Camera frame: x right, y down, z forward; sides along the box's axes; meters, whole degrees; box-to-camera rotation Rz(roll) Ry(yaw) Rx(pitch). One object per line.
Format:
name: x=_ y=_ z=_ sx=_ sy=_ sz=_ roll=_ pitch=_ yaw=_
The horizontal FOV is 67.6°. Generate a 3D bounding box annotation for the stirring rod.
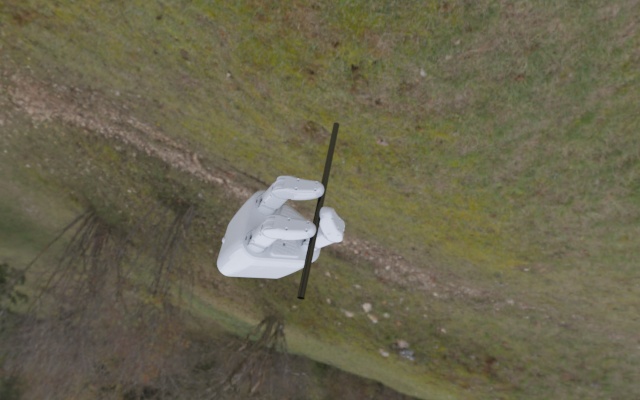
stirring rod: x=0.000 y=0.002 z=0.567 sx=0.011 sy=0.239 sz=0.011 roll=9 pitch=-30 yaw=5
